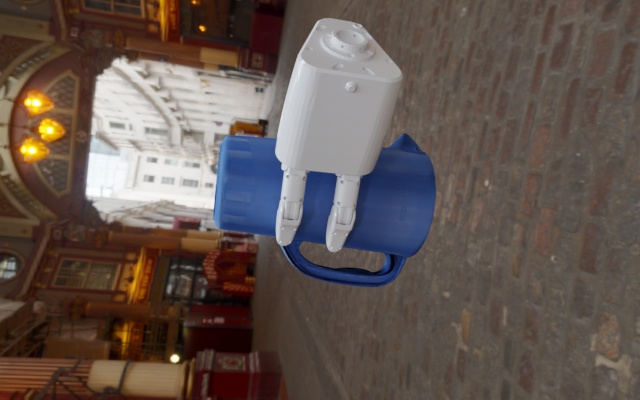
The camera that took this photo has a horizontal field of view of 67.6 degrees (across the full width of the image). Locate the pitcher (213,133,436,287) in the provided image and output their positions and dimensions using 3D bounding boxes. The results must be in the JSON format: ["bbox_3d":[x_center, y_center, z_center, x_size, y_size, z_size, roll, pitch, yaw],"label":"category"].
[{"bbox_3d":[0.000,0.002,0.563,0.243,0.149,0.145,6,-44,-11],"label":"pitcher"}]
